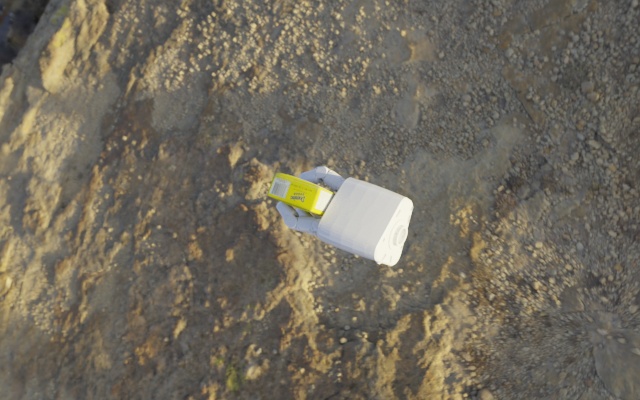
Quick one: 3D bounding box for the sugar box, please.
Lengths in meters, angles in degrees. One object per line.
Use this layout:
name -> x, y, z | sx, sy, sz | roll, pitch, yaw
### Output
sugar box -> 0.000, 0.003, 0.802 | 0.093, 0.048, 0.176 | 20, -3, 33
